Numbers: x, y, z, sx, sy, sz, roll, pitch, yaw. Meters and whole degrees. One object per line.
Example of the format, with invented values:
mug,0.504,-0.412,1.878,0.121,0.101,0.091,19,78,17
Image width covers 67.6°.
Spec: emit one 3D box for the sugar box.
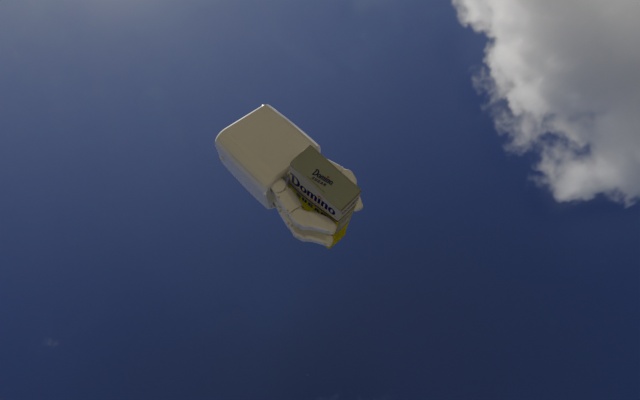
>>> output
sugar box,0.000,0.003,0.671,0.093,0.048,0.176,43,-16,13
